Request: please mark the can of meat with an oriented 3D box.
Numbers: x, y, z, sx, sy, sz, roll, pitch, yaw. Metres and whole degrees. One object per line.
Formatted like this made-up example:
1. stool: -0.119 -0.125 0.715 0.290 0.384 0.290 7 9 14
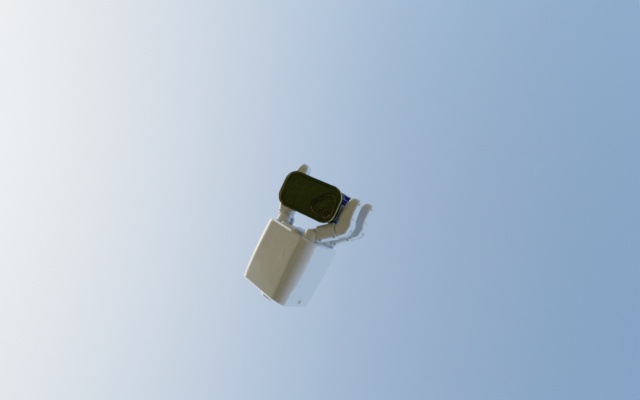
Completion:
1. can of meat: 0.000 0.002 0.738 0.102 0.057 0.084 24 -2 28
